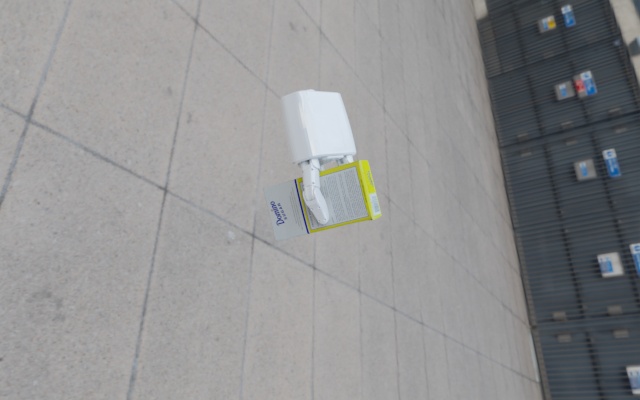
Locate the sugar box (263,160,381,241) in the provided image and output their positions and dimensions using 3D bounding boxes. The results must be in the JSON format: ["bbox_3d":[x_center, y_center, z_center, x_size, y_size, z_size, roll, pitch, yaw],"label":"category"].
[{"bbox_3d":[0.000,0.002,0.762,0.176,0.093,0.048,-14,-2,28],"label":"sugar box"}]
